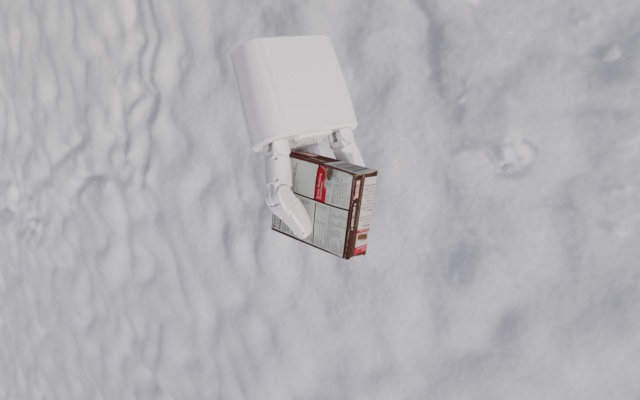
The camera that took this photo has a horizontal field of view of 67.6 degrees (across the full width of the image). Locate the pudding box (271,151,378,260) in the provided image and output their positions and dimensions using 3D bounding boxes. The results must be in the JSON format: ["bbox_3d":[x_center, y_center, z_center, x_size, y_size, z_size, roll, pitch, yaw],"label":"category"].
[{"bbox_3d":[0.000,0.002,0.500,0.113,0.090,0.039,19,20,41],"label":"pudding box"}]
